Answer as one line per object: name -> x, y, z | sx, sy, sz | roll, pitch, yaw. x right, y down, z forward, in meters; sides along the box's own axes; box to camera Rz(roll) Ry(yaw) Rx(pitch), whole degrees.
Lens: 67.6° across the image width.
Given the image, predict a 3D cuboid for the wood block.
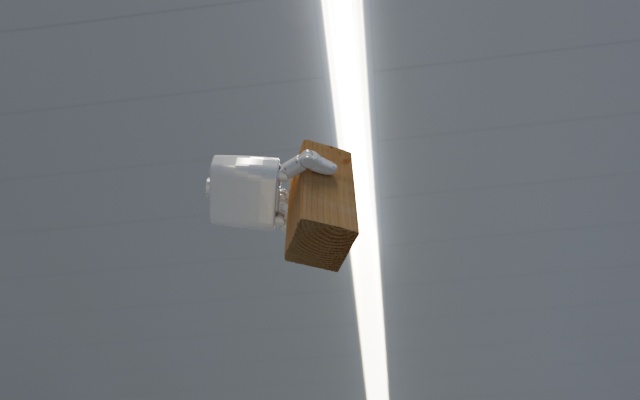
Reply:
wood block -> 0.000, 0.002, 0.772 | 0.090, 0.091, 0.206 | 15, 38, -12
